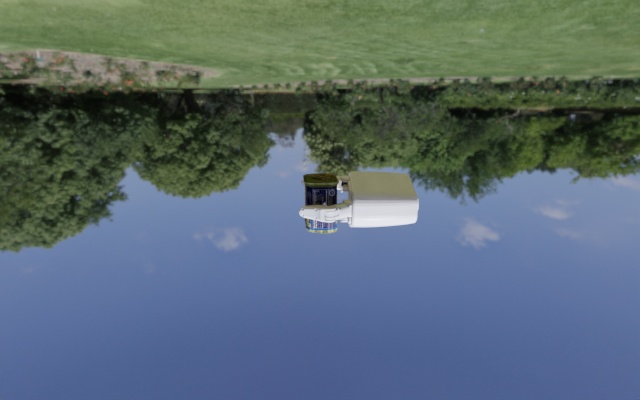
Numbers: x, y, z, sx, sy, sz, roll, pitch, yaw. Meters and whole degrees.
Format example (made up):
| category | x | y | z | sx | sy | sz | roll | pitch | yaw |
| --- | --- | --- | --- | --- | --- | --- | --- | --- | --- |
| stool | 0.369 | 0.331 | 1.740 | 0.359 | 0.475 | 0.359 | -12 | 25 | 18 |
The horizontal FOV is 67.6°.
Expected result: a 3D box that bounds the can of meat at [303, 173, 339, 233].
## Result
| category | x | y | z | sx | sy | sz | roll | pitch | yaw |
| --- | --- | --- | --- | --- | --- | --- | --- | --- | --- |
| can of meat | 0.000 | 0.003 | 0.809 | 0.057 | 0.084 | 0.102 | -1 | 12 | -3 |
